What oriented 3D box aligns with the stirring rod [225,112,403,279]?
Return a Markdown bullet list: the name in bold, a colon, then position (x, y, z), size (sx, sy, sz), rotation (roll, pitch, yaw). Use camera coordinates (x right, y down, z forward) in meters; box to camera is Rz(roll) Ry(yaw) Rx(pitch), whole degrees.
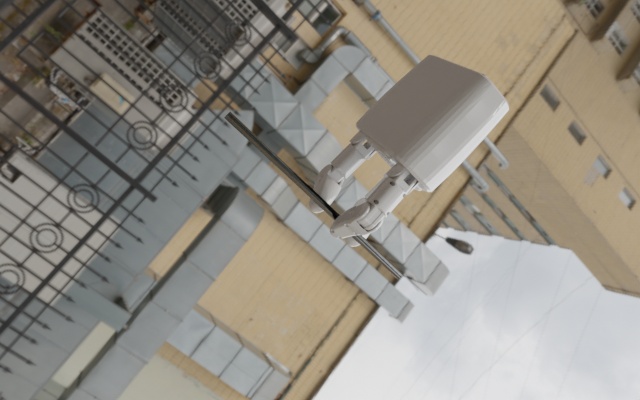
- **stirring rod**: position (0.000, 0.001, 0.464), size (0.239, 0.011, 0.011), rotation (43, -16, -18)
